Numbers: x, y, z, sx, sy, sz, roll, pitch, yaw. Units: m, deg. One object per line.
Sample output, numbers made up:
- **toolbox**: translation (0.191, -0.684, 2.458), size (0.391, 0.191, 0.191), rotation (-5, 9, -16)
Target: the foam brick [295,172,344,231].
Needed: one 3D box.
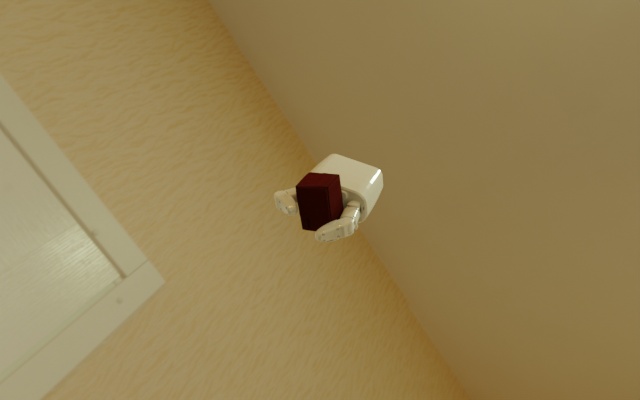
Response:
- **foam brick**: translation (0.000, 0.002, 0.721), size (0.053, 0.078, 0.051), rotation (6, 31, 23)
